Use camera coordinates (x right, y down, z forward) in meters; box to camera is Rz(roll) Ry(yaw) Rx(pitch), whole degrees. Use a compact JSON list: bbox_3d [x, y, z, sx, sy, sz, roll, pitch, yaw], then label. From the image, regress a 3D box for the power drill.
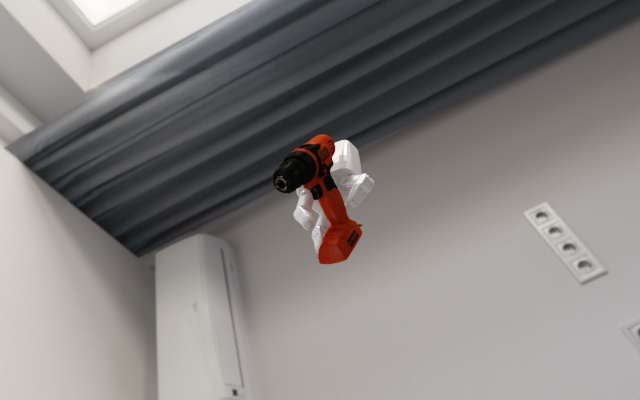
[{"bbox_3d":[0.000,0.003,0.753,0.057,0.188,0.184,-10,20,27],"label":"power drill"}]
